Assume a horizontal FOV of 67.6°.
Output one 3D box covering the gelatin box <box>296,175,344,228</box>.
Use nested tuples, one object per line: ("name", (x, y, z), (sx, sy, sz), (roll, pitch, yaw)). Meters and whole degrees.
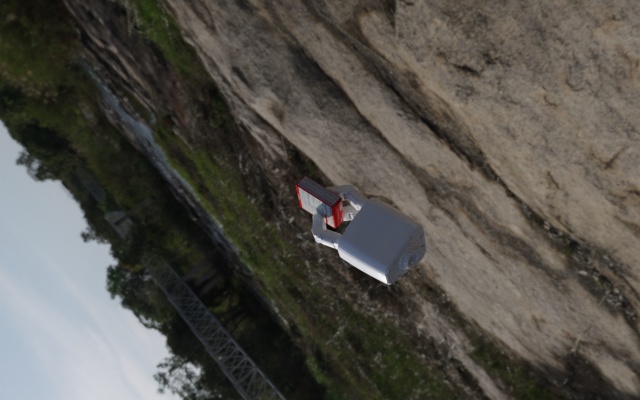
("gelatin box", (0.000, 0.003, 0.876), (0.089, 0.030, 0.073), (31, -25, 23))
